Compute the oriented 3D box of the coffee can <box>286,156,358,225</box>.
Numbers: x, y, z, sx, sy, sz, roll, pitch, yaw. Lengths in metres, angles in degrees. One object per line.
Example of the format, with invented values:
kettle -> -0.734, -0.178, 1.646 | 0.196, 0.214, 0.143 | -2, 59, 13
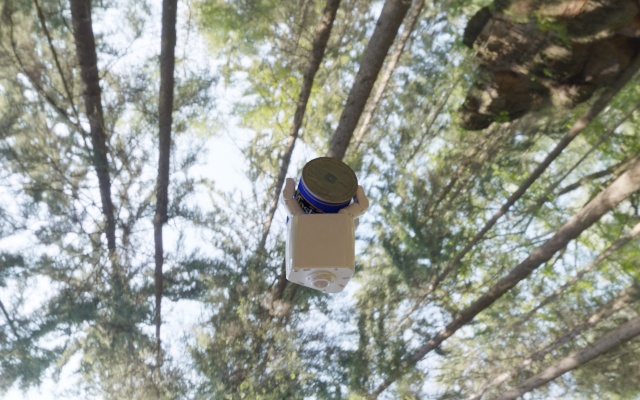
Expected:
coffee can -> 0.000, 0.003, 0.886 | 0.103, 0.102, 0.140 | 0, -38, -19
